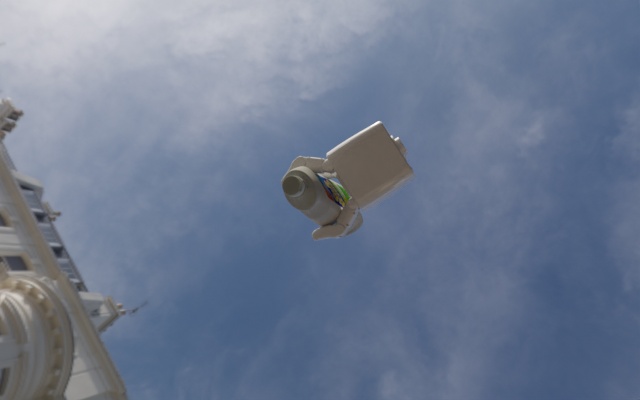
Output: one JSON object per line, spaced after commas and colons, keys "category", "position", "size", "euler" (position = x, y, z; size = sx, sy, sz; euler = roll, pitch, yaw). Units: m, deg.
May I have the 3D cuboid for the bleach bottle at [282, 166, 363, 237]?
{"category": "bleach bottle", "position": [0.000, 0.003, 0.809], "size": [0.068, 0.102, 0.251], "euler": [-31, -16, 12]}
